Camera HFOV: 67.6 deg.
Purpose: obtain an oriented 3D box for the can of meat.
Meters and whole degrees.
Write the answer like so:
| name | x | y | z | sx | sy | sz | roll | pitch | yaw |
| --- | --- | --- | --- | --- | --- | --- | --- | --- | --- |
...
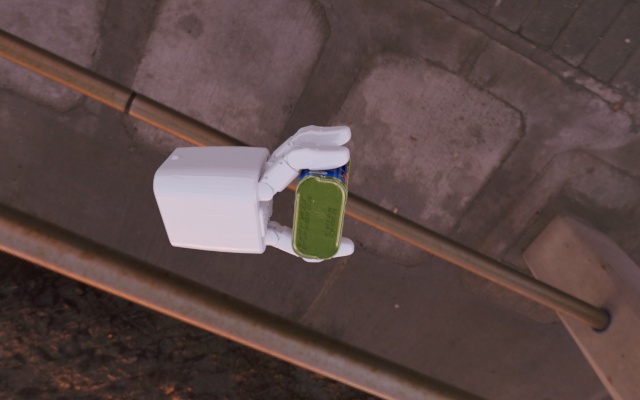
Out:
| name | x | y | z | sx | sy | sz | roll | pitch | yaw |
| --- | --- | --- | --- | --- | --- | --- | --- | --- | --- |
| can of meat | 0.000 | 0.002 | 0.516 | 0.057 | 0.102 | 0.084 | 6 | 27 | 1 |
